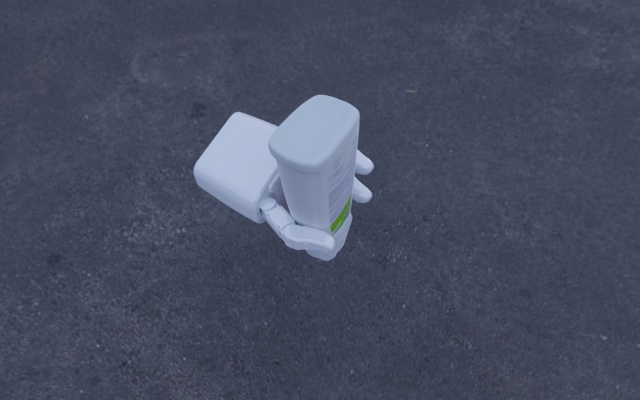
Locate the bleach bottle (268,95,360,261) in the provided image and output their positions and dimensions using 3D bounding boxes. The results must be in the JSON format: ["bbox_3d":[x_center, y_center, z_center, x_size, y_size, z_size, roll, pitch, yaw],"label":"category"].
[{"bbox_3d":[0.000,0.002,0.571,0.068,0.102,0.251,26,-32,21],"label":"bleach bottle"}]
